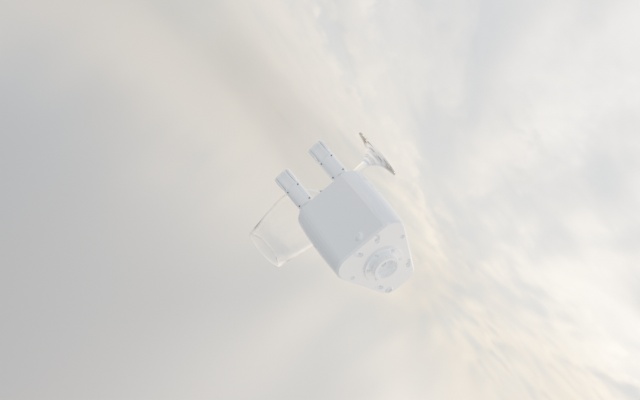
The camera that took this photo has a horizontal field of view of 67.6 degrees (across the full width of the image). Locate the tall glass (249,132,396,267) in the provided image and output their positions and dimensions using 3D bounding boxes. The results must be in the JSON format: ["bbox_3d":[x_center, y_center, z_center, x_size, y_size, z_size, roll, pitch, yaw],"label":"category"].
[{"bbox_3d":[0.001,0.002,0.639,0.201,0.079,0.079,-40,-3,3],"label":"tall glass"}]
